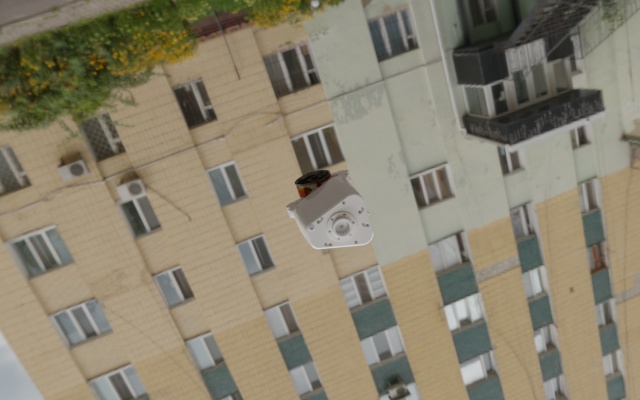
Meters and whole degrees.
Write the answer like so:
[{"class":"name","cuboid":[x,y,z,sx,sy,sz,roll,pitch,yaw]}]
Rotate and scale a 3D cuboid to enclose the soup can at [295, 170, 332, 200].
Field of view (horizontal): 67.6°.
[{"class":"soup can","cuboid":[0.000,0.003,0.883,0.068,0.102,0.068,-16,19,6]}]
